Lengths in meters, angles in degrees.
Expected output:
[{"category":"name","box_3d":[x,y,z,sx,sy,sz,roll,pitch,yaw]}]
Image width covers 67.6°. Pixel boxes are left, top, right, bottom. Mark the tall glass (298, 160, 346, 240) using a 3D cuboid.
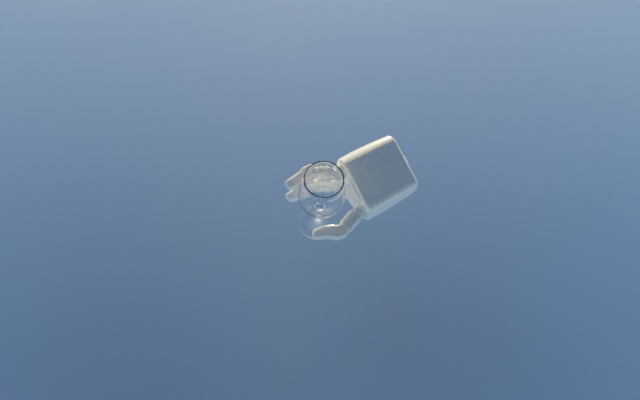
[{"category":"tall glass","box_3d":[0.000,0.003,0.807,0.079,0.079,0.201,0,-20,-3]}]
